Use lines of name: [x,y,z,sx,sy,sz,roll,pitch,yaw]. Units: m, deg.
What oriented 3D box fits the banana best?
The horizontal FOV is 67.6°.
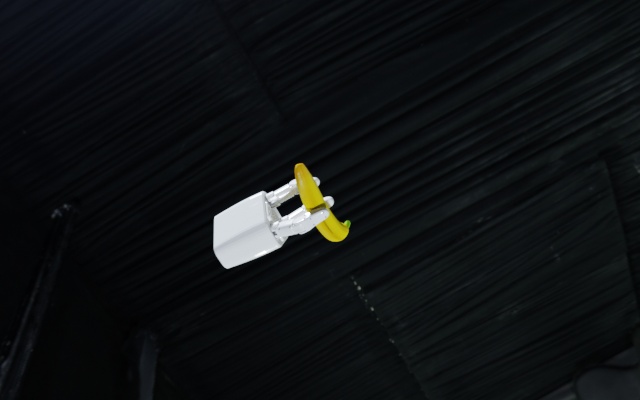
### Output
banana: [0.004,0.019,0.824,0.037,0.069,0.198,-21,-42,15]
